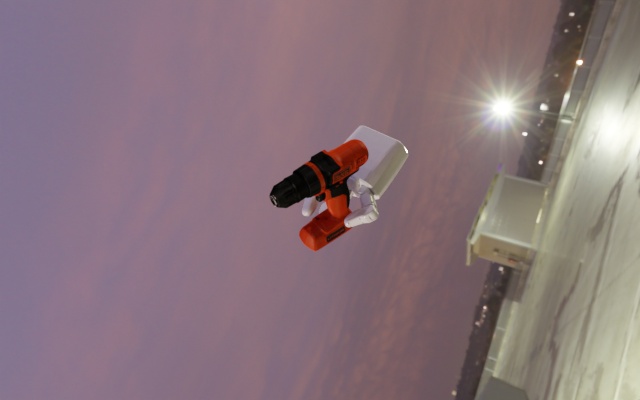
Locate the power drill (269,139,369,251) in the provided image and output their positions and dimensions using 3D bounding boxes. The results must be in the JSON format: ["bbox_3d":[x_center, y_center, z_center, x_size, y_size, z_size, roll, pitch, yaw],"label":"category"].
[{"bbox_3d":[0.000,0.003,0.801,0.184,0.188,0.057,-30,57,-23],"label":"power drill"}]
